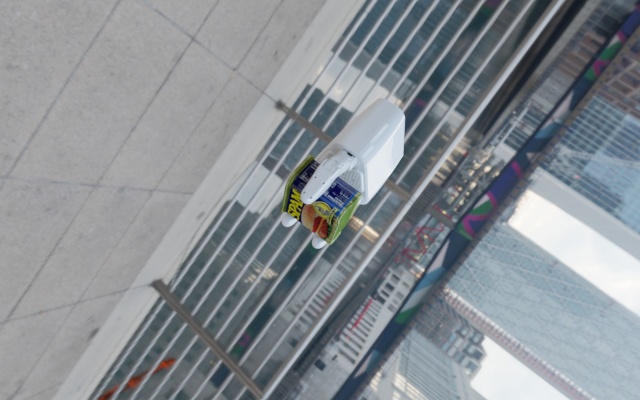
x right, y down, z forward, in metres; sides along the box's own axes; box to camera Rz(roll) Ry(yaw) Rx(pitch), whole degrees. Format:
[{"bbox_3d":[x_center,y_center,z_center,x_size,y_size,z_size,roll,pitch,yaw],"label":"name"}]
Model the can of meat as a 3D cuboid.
[{"bbox_3d":[0.000,0.002,0.631,0.084,0.057,0.102,36,-29,10],"label":"can of meat"}]
